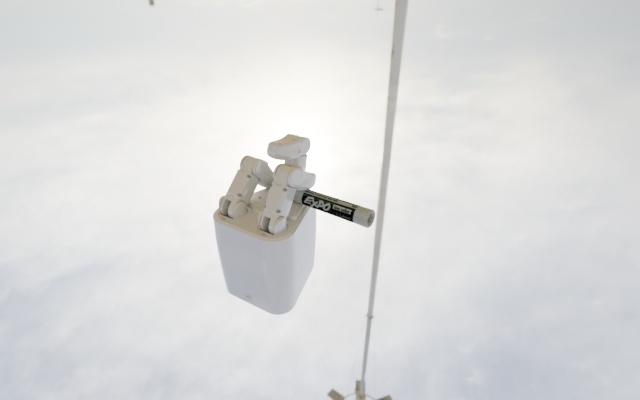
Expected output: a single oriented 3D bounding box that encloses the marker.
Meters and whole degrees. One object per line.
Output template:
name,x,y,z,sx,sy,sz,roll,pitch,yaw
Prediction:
marker,0.000,0.002,0.500,0.121,0.020,0.020,19,9,29
